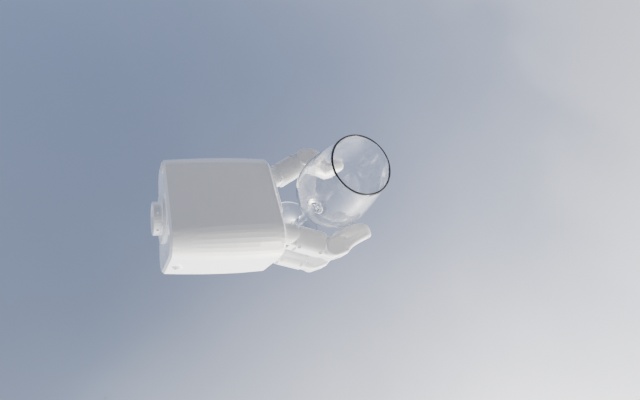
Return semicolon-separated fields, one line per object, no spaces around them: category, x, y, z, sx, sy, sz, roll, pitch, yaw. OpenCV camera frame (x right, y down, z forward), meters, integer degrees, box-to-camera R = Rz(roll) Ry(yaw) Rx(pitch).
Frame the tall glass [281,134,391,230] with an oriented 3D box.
tall glass;0.000;0.002;0.523;0.079;0.079;0.201;0;-21;-24
